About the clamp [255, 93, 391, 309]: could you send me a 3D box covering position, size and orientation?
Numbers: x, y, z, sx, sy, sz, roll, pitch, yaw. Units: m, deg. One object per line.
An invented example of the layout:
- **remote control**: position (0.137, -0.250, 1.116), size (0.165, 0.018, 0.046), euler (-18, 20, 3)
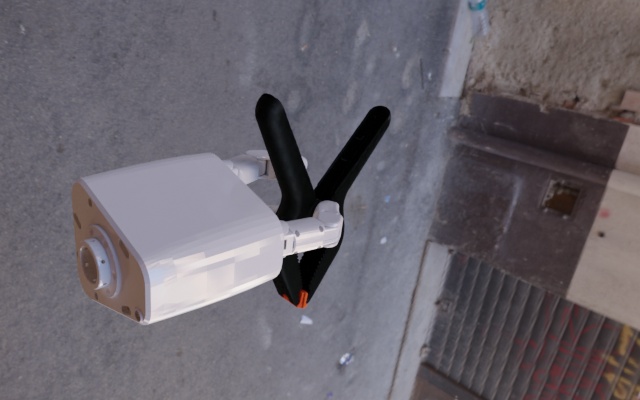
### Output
- **clamp**: position (0.000, 0.002, 0.452), size (0.164, 0.210, 0.036), euler (-15, 31, -43)
